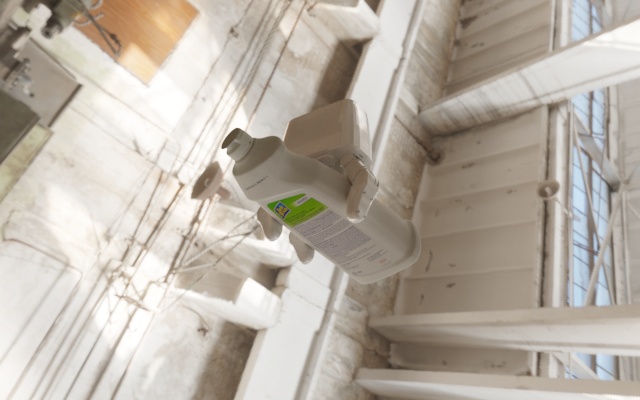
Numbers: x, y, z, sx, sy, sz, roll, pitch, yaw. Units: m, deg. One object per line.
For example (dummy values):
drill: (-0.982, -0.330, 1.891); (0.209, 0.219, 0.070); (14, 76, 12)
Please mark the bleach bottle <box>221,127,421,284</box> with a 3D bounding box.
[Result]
bleach bottle: (0.000, 0.002, 0.537); (0.102, 0.068, 0.251); (-32, -55, 30)
